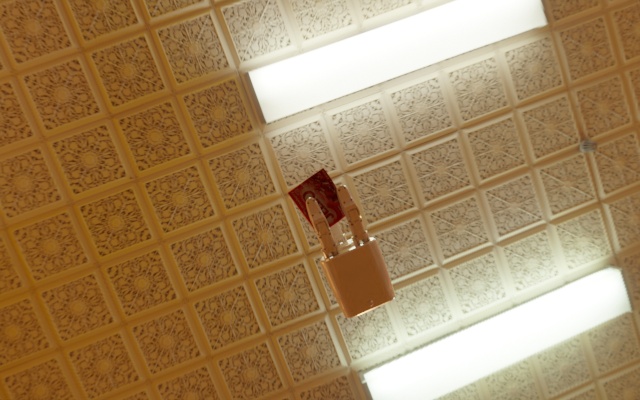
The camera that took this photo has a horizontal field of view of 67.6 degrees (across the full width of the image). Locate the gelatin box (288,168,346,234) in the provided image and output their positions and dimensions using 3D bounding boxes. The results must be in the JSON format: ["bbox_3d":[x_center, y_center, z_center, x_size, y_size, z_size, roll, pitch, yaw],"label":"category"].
[{"bbox_3d":[0.000,0.002,0.797,0.073,0.089,0.030,-35,0,-5],"label":"gelatin box"}]
